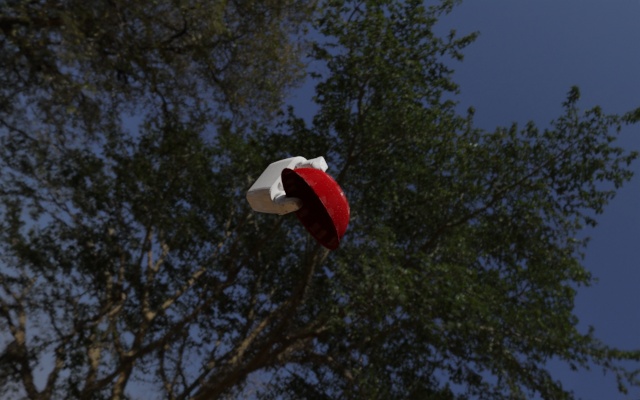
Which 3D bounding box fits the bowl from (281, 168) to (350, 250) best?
[{"bbox_3d":[0.001,0.003,0.811,0.055,0.162,0.162,-33,11,-18],"label":"bowl"}]
